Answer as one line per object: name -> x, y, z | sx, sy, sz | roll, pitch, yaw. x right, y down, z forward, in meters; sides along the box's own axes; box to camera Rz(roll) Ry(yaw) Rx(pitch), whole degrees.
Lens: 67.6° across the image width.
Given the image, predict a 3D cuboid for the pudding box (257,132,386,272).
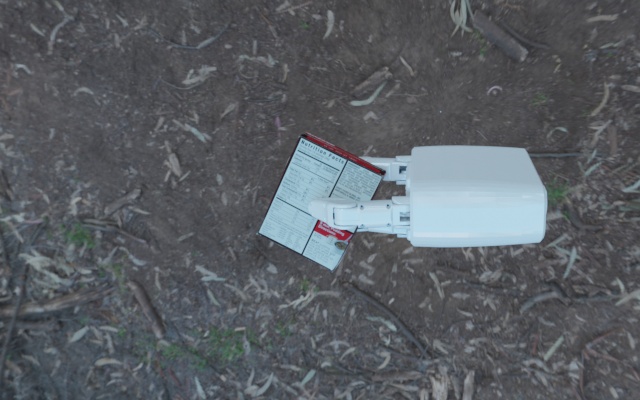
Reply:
pudding box -> 0.000, 0.002, 0.471 | 0.090, 0.113, 0.039 | 27, 14, 4
